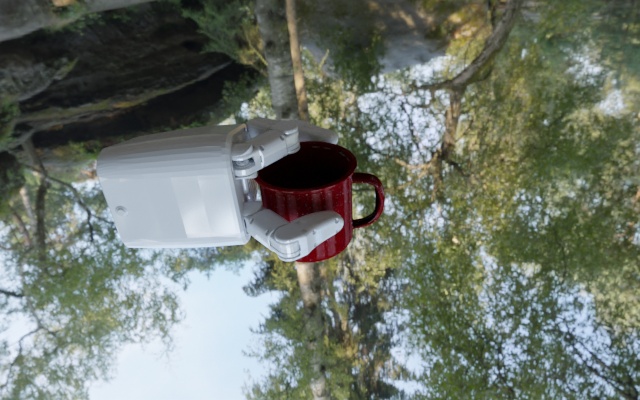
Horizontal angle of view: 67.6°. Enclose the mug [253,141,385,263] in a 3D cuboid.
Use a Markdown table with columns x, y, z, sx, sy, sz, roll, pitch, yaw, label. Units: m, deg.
| x | y | z | sx | sy | sz | roll | pitch | yaw | label |
| --- | --- | --- | --- | --- | --- | --- | --- | --- | --- |
| 0.002 | 0.001 | 0.437 | 0.117 | 0.081 | 0.093 | -3 | 32 | 3 | mug |
